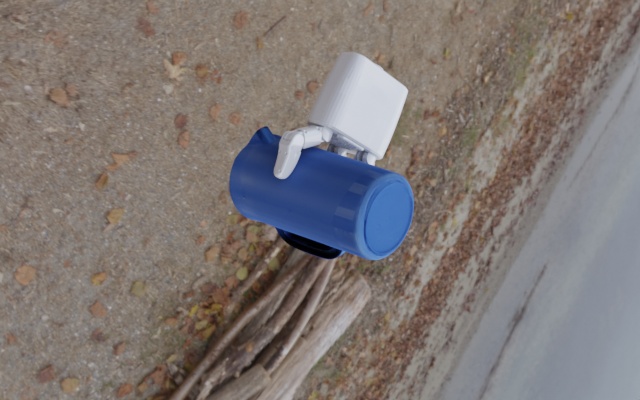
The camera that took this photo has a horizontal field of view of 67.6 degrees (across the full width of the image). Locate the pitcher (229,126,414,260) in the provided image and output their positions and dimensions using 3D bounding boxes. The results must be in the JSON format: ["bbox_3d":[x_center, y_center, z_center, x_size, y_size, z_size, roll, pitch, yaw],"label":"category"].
[{"bbox_3d":[0.000,0.002,0.643,0.242,0.145,0.149,19,-7,43],"label":"pitcher"}]
